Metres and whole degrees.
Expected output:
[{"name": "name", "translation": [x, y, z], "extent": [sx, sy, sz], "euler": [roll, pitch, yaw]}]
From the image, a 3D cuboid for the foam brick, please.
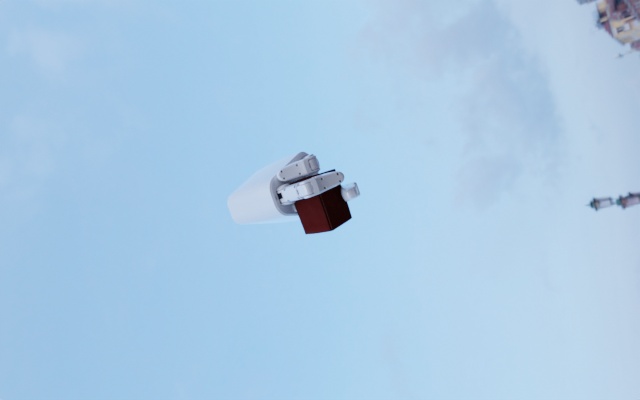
[{"name": "foam brick", "translation": [0.000, 0.002, 0.671], "extent": [0.051, 0.078, 0.053], "euler": [-15, 7, 41]}]
